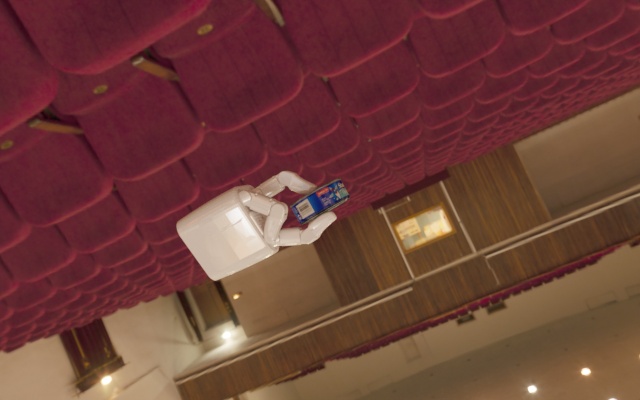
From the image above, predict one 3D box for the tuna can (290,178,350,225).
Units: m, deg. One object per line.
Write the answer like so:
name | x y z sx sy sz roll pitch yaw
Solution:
tuna can | 0.000 0.003 0.708 0.086 0.034 0.086 -29 -4 -2
